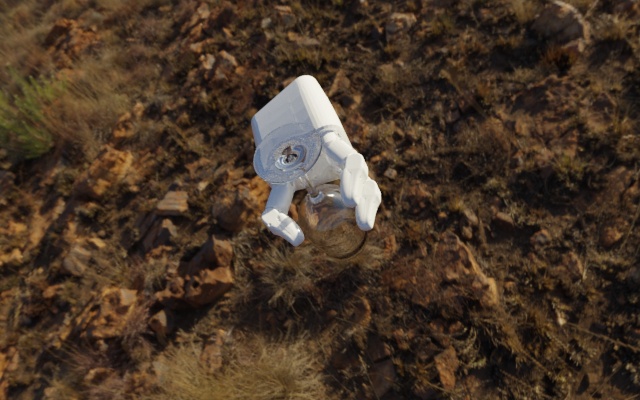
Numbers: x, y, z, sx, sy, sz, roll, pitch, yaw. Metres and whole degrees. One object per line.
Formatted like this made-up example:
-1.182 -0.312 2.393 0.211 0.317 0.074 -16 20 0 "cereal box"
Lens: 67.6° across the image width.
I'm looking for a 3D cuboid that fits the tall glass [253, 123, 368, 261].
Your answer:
0.000 0.002 0.553 0.079 0.079 0.201 0 -31 23 "tall glass"
